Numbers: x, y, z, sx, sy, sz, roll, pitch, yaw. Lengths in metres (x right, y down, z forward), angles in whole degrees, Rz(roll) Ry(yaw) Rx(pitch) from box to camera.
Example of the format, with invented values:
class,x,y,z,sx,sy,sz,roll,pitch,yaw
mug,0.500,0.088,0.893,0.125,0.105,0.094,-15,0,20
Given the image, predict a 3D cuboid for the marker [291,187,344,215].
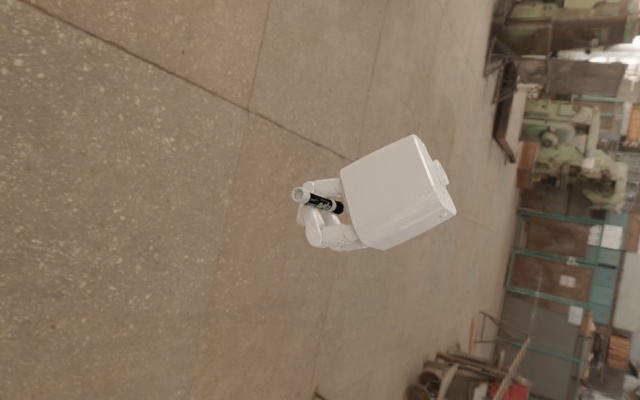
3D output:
class,x,y,z,sx,sy,sz,roll,pitch,yaw
marker,0.000,0.002,0.621,0.020,0.020,0.121,0,-9,27
